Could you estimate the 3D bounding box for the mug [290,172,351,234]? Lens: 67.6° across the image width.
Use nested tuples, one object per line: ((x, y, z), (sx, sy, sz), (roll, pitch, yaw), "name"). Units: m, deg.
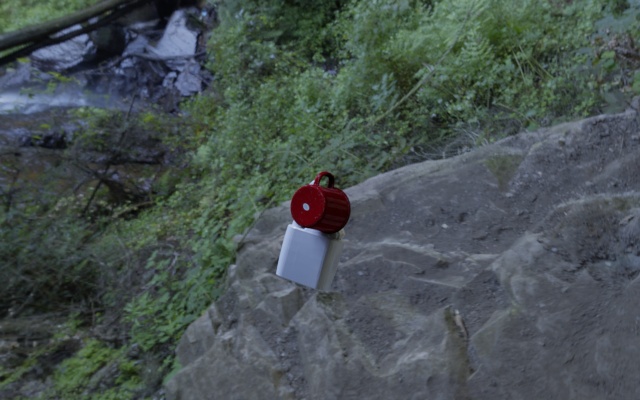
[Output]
((0.000, 0.002, 0.899), (0.093, 0.117, 0.081), (15, 2, 34), "mug")
